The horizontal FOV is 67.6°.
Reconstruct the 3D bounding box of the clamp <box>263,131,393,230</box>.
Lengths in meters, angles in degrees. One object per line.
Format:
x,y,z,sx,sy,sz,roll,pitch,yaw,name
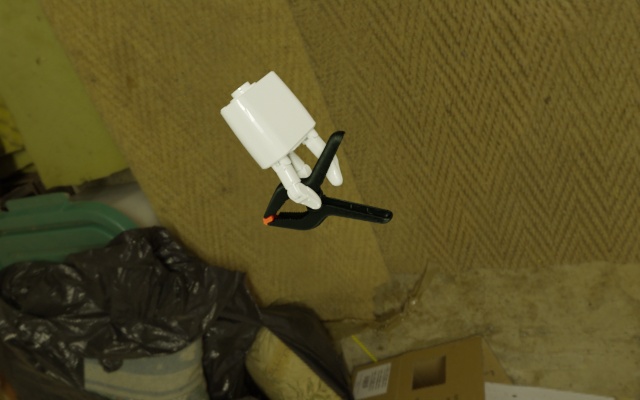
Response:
-0.001,0.003,0.761,0.210,0.164,0.036,-29,17,30,clamp
